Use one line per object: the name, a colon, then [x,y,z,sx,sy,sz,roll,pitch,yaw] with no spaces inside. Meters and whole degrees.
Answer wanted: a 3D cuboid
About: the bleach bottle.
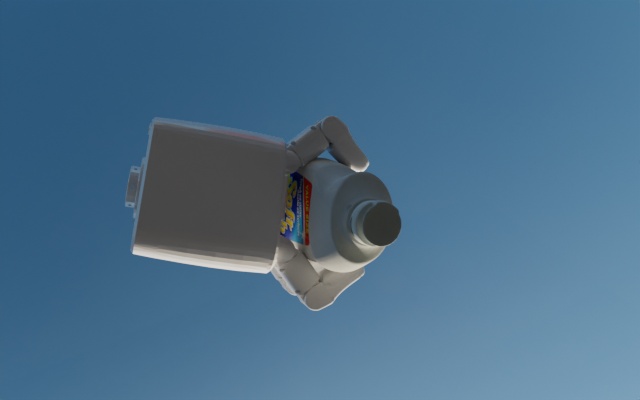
bleach bottle: [0.000,0.001,0.424,0.068,0.102,0.251,10,-1,-19]
